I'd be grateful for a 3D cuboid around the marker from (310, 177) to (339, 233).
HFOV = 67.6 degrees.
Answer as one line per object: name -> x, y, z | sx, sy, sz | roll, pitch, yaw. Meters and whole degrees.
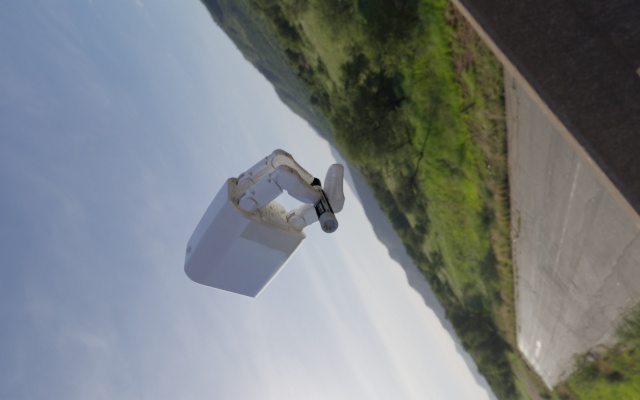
marker -> 0.000, 0.002, 0.554 | 0.020, 0.020, 0.121 | 0, 25, -11
